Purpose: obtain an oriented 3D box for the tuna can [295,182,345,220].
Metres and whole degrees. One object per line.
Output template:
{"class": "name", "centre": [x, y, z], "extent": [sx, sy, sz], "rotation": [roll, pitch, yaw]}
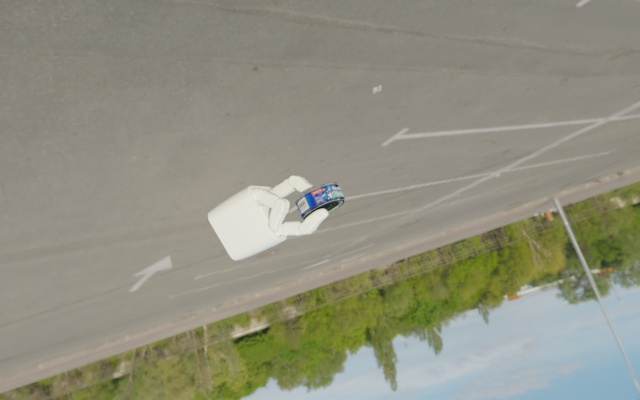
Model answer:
{"class": "tuna can", "centre": [0.000, 0.003, 0.855], "extent": [0.086, 0.033, 0.086], "rotation": [-23, -15, -6]}
